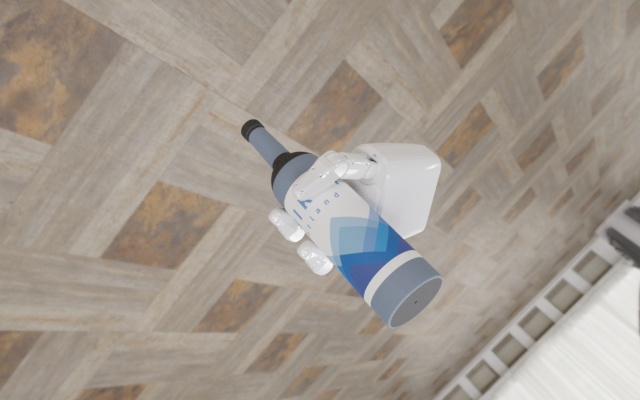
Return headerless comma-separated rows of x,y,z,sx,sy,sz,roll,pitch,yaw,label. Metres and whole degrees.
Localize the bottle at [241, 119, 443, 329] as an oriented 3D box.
0.000,0.002,0.505,0.069,0.069,0.295,0,38,-48,bottle
